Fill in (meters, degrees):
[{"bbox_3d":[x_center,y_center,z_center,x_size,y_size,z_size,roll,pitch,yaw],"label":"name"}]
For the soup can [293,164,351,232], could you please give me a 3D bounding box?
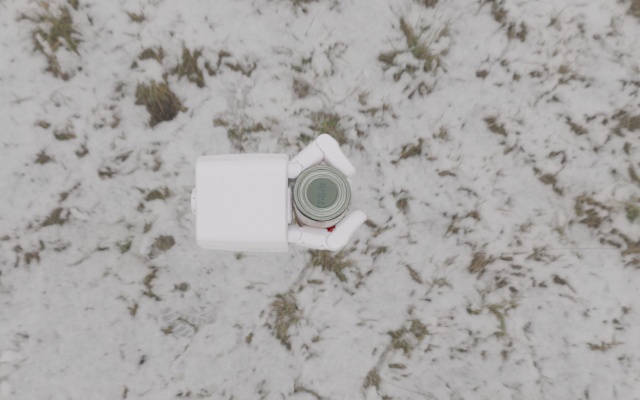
[{"bbox_3d":[0.001,0.002,0.580,0.068,0.068,0.102,0,-13,-2],"label":"soup can"}]
